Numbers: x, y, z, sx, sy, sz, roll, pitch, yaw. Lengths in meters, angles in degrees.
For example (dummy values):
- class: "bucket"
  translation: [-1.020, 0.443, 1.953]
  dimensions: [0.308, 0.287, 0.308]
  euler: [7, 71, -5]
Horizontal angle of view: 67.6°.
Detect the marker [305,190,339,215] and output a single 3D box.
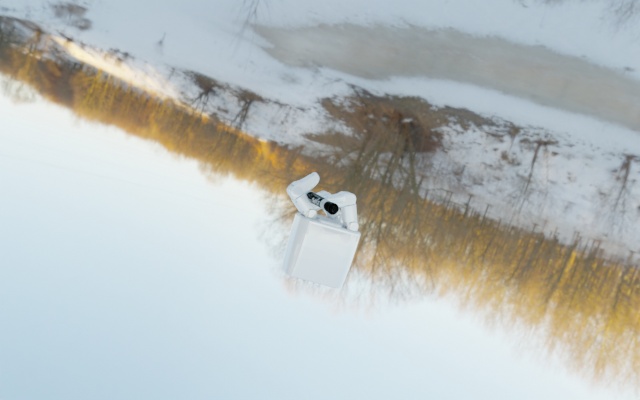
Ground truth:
- class: "marker"
  translation: [0.000, 0.003, 0.786]
  dimensions: [0.020, 0.020, 0.121]
  euler: [0, 11, -22]
